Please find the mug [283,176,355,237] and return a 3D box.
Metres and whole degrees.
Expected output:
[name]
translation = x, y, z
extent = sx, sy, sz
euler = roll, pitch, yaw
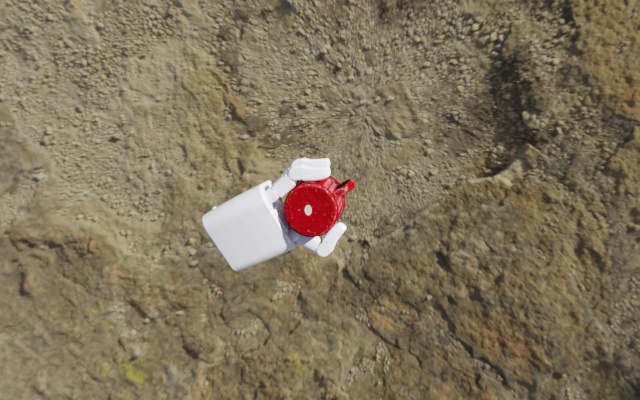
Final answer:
[mug]
translation = 0.001, 0.002, 0.723
extent = 0.117, 0.093, 0.081
euler = -26, 7, 10
